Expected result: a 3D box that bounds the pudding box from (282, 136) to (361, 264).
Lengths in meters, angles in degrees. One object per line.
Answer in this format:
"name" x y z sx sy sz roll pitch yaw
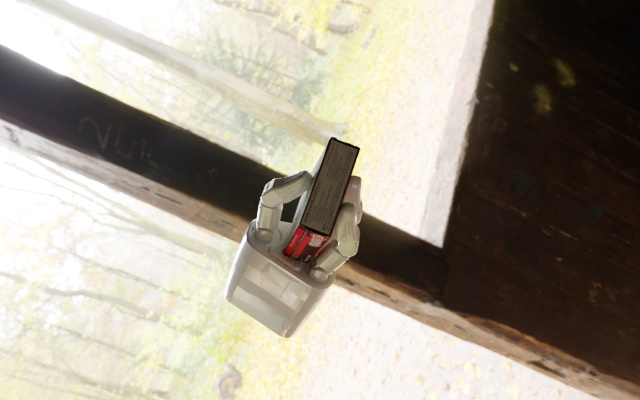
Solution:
"pudding box" 0.000 0.002 0.513 0.039 0.113 0.090 21 -27 -7
